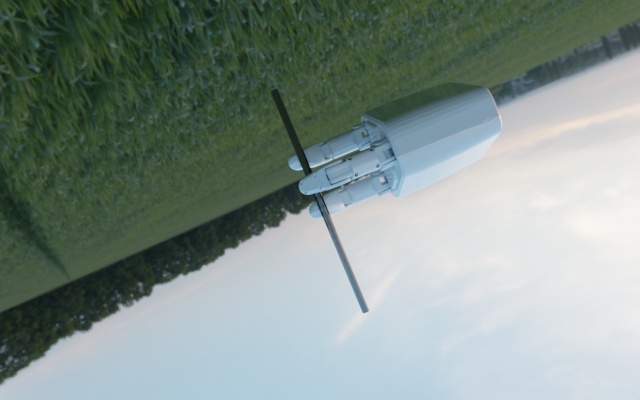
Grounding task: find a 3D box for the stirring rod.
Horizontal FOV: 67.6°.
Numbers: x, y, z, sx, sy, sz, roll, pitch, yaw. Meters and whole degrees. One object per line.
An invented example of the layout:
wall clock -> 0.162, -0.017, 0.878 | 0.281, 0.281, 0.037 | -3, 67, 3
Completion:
stirring rod -> 0.000, 0.001, 0.479 | 0.011, 0.239, 0.011 | -23, 2, 1
